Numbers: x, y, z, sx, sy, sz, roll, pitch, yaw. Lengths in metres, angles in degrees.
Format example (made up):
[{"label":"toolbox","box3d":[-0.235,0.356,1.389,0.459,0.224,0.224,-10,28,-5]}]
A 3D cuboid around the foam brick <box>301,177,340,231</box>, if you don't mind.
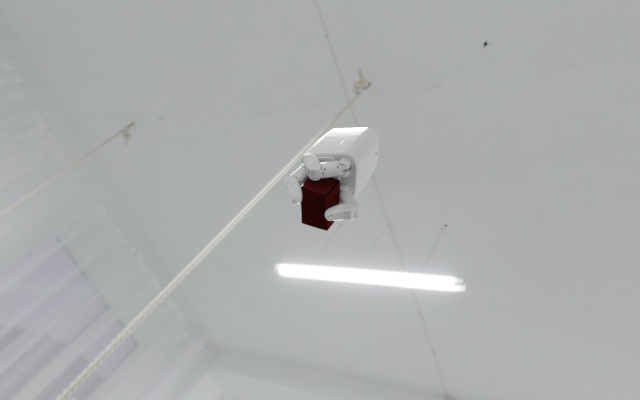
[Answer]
[{"label":"foam brick","box3d":[0.000,0.003,0.817,0.053,0.078,0.051,18,42,21]}]
